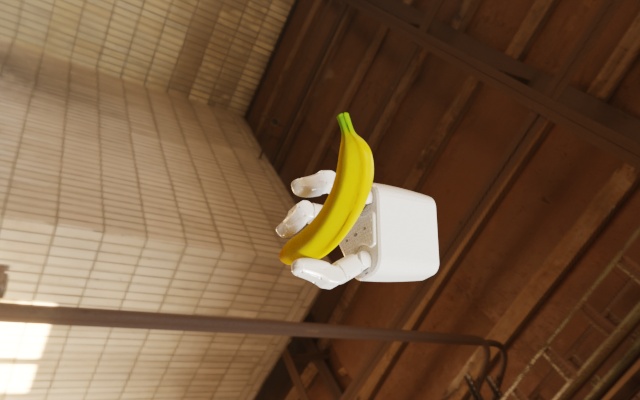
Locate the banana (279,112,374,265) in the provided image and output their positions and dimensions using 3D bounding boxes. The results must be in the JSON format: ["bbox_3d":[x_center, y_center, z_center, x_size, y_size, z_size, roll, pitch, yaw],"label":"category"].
[{"bbox_3d":[0.009,0.010,0.504,0.037,0.198,0.069,4,36,-34],"label":"banana"}]
